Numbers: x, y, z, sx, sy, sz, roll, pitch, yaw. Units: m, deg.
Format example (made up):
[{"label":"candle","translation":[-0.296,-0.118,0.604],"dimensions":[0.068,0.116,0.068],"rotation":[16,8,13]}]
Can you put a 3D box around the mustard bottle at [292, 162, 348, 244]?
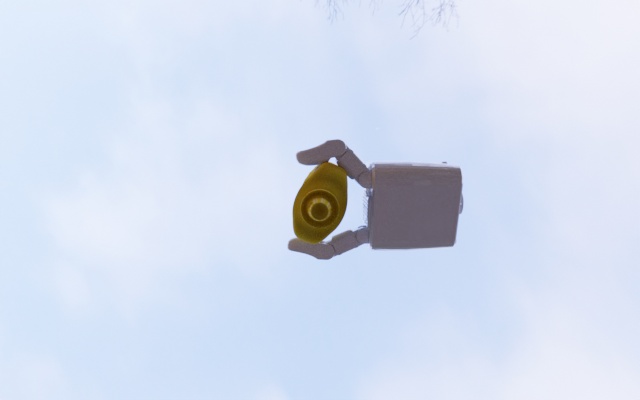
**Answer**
[{"label":"mustard bottle","translation":[0.000,0.002,0.571],"dimensions":[0.058,0.096,0.191],"rotation":[24,5,-3]}]
